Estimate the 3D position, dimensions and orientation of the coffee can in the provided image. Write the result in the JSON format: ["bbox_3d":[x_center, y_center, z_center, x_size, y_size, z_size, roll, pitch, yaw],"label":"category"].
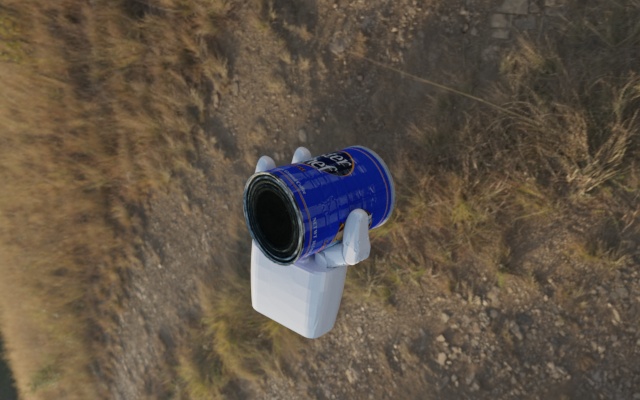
[{"bbox_3d":[0.000,0.002,0.536,0.140,0.103,0.103,-19,12,-39],"label":"coffee can"}]
